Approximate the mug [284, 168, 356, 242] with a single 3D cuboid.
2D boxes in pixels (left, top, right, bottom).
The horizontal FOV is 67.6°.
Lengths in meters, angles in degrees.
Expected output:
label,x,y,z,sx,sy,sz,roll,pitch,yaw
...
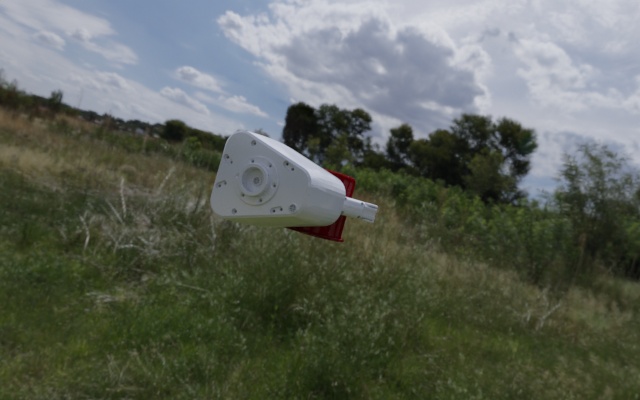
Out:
label,x,y,z,sx,sy,sz,roll,pitch,yaw
mug,0.001,0.002,0.619,0.093,0.081,0.117,16,1,20
